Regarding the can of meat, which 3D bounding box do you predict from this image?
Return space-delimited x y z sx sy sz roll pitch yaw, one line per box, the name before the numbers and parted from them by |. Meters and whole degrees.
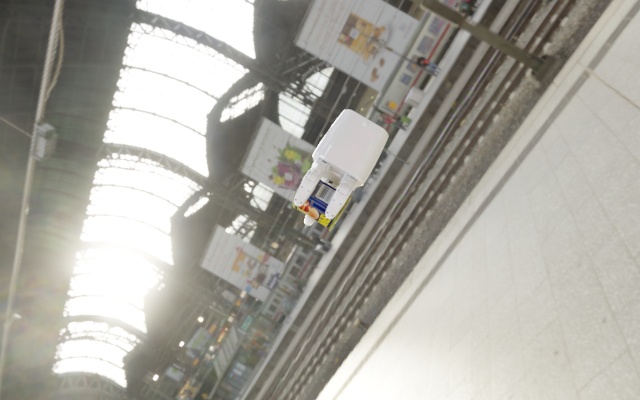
can of meat | 0.000 0.003 0.827 0.084 0.057 0.102 31 -14 2
